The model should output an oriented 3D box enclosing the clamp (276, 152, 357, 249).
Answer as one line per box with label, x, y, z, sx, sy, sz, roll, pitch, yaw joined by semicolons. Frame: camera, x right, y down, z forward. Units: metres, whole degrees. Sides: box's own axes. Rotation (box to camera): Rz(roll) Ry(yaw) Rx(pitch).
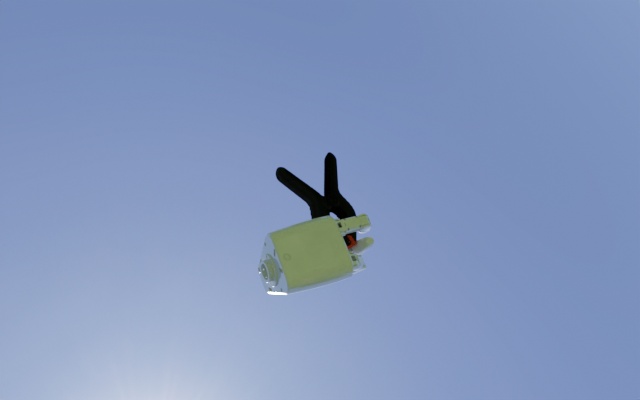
clamp;0.000;0.003;0.777;0.120;0.171;0.039;-13;-20;-27
